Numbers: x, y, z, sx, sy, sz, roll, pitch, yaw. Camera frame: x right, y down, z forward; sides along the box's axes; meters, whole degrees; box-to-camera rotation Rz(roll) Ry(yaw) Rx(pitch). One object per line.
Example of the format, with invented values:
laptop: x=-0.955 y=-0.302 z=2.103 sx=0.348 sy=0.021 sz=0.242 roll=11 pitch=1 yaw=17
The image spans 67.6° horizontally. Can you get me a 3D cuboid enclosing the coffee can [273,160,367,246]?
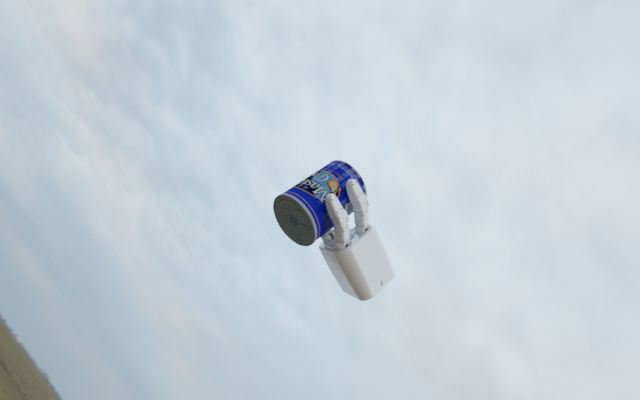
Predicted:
coffee can: x=0.000 y=0.003 z=0.859 sx=0.140 sy=0.103 sz=0.103 roll=-35 pitch=21 yaw=-34
